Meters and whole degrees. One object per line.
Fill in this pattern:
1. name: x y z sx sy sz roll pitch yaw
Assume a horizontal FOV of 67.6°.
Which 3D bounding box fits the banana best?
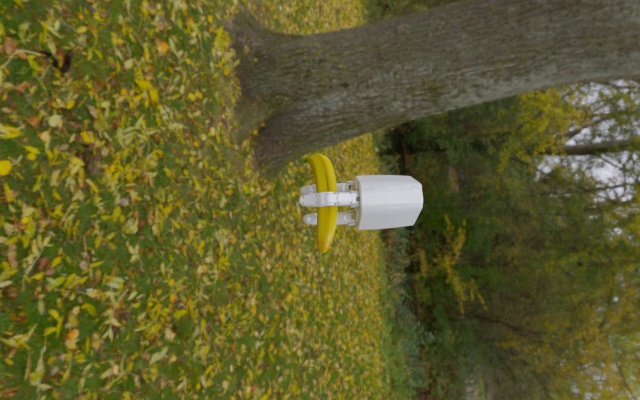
1. banana: 0.005 -0.009 0.838 0.037 0.197 0.070 3 -31 -19
